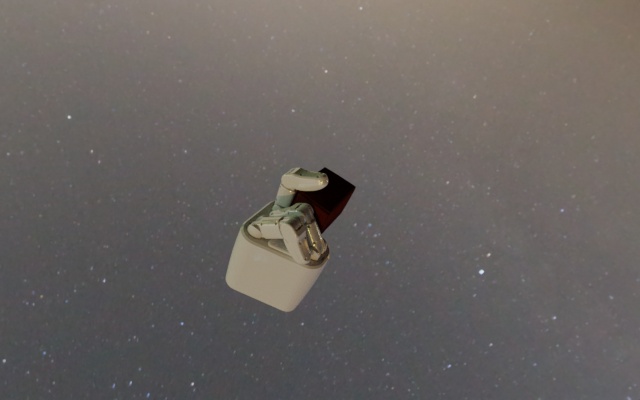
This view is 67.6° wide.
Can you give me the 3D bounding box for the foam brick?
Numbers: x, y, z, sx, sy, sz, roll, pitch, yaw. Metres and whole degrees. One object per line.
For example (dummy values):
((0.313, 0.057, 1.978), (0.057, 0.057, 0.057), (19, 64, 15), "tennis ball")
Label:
((0.000, 0.002, 0.627), (0.053, 0.051, 0.078), (35, 40, 11), "foam brick")
